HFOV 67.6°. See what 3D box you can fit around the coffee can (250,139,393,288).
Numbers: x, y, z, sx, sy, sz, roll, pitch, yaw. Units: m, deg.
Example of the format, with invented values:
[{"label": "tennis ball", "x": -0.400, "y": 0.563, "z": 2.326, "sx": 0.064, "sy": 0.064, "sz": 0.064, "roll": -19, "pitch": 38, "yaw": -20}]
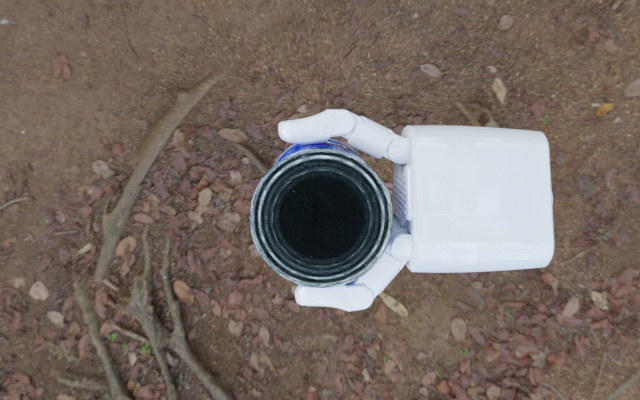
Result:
[{"label": "coffee can", "x": 0.000, "y": 0.001, "z": 0.406, "sx": 0.103, "sy": 0.103, "sz": 0.140, "roll": 0, "pitch": 10, "yaw": 0}]
